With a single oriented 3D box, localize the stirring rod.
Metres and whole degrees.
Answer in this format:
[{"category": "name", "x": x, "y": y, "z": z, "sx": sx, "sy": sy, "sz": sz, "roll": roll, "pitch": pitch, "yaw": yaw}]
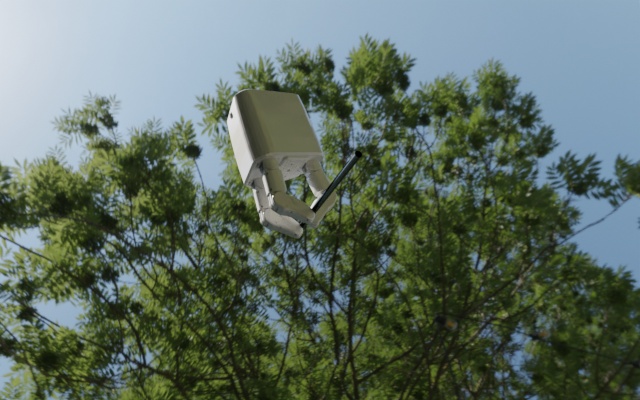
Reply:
[{"category": "stirring rod", "x": 0.000, "y": 0.002, "z": 0.585, "sx": 0.011, "sy": 0.011, "sz": 0.240, "roll": 0, "pitch": -24, "yaw": -20}]
